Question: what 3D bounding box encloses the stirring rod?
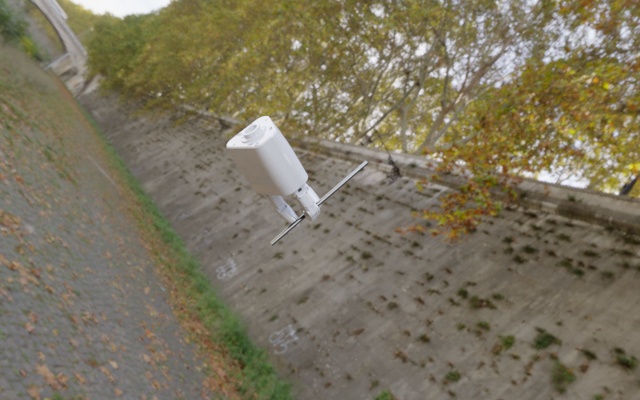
[{"bbox_3d":[0.000,0.003,0.889,0.239,0.011,0.011,-41,11,-14],"label":"stirring rod"}]
